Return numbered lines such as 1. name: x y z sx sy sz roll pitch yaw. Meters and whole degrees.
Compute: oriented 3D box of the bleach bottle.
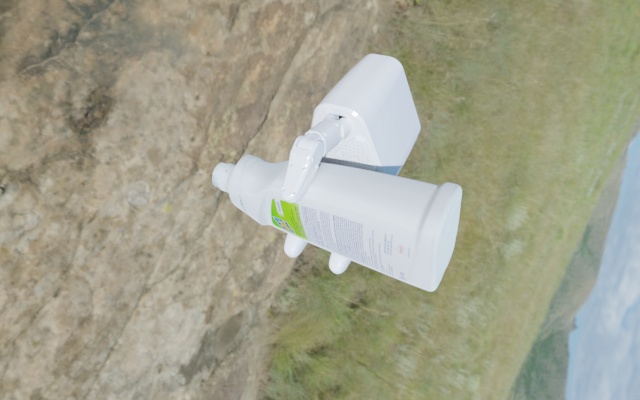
1. bleach bottle: 0.000 0.002 0.458 0.251 0.103 0.068 18 51 24
